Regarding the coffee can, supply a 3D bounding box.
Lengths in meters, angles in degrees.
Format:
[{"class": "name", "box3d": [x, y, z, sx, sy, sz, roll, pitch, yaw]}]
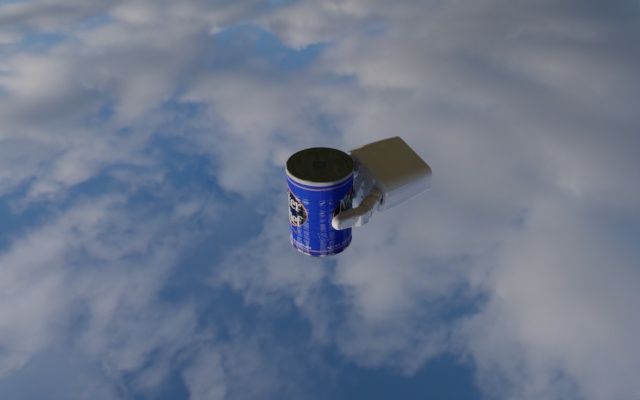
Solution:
[{"class": "coffee can", "box3d": [0.000, 0.002, 0.746, 0.103, 0.140, 0.102, -1, 35, 0]}]
